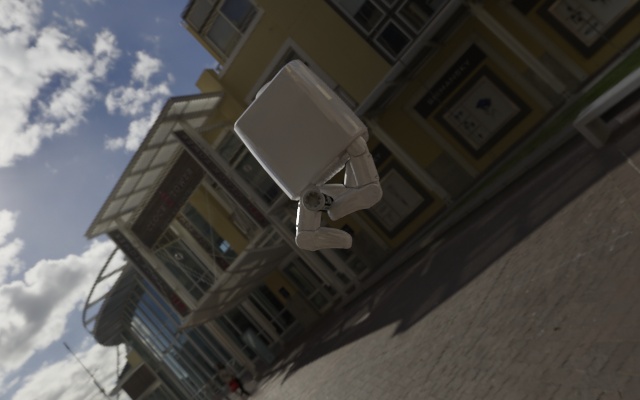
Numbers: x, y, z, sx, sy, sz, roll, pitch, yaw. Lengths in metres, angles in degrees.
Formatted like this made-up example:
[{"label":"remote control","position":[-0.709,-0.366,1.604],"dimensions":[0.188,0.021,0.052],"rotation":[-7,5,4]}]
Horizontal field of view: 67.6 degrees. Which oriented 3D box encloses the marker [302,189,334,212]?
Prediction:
[{"label":"marker","position":[0.000,0.002,0.467],"dimensions":[0.020,0.020,0.121],"rotation":[0,-2,6]}]
